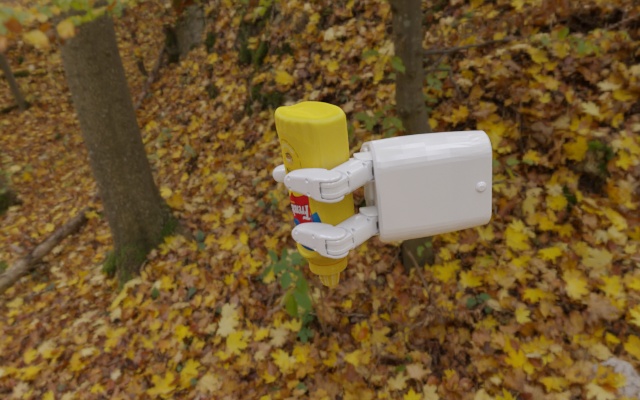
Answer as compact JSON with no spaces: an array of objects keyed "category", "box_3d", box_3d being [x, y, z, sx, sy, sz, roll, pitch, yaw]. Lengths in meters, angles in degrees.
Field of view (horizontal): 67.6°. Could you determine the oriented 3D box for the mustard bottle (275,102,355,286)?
[{"category":"mustard bottle","box_3d":[0.000,0.001,0.484,0.058,0.192,0.096,-18,25,-22]}]
